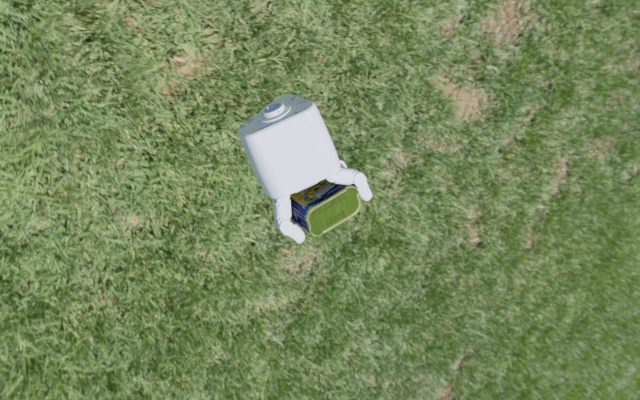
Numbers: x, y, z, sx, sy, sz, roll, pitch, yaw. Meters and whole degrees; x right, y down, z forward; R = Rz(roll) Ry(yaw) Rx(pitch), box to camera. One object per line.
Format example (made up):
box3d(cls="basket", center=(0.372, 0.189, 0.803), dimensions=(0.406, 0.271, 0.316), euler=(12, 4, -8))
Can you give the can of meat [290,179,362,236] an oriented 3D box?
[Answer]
box3d(cls="can of meat", center=(0.000, 0.003, 0.736), dimensions=(0.102, 0.057, 0.084), euler=(-30, 33, -20))
